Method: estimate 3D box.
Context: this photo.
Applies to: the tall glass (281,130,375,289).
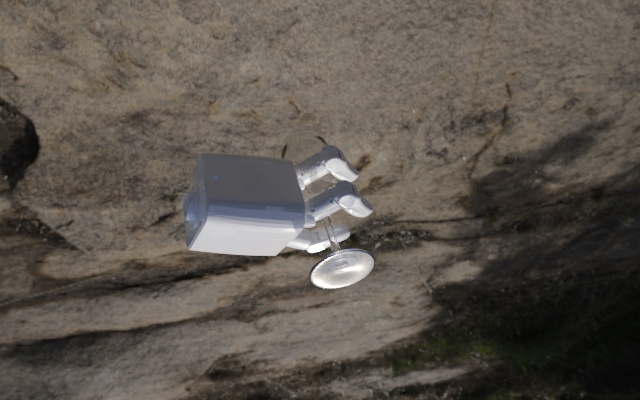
[{"bbox_3d":[0.000,0.002,0.581,0.079,0.201,0.079,-10,-39,-9],"label":"tall glass"}]
